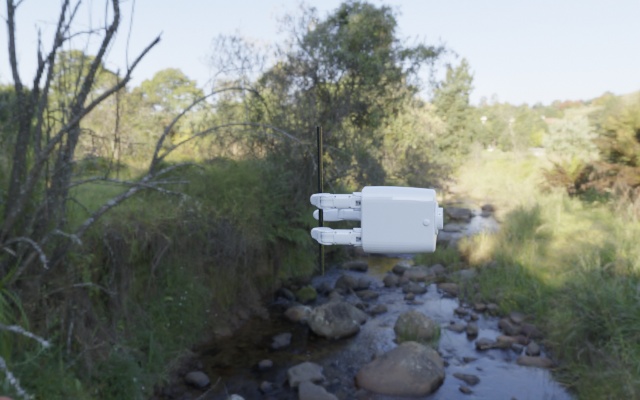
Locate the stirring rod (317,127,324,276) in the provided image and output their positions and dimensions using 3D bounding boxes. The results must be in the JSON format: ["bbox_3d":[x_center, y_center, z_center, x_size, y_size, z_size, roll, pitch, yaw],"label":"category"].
[{"bbox_3d":[0.000,0.003,0.772,0.011,0.239,0.011,-1,5,0],"label":"stirring rod"}]
